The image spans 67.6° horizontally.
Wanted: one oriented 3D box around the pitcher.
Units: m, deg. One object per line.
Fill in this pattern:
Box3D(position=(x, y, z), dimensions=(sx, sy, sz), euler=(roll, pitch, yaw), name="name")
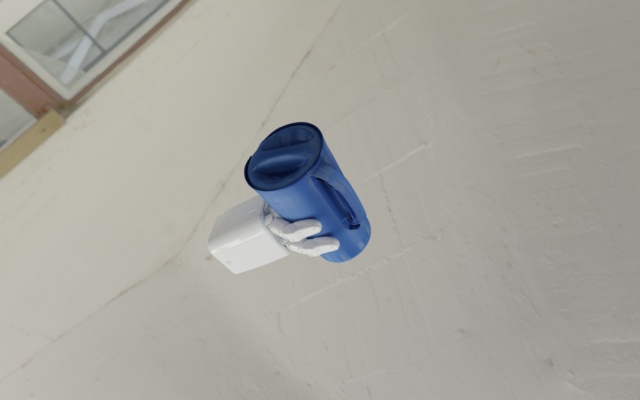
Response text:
Box3D(position=(0.000, 0.003, 0.773), dimensions=(0.145, 0.149, 0.243), euler=(-23, -45, 14), name="pitcher")
